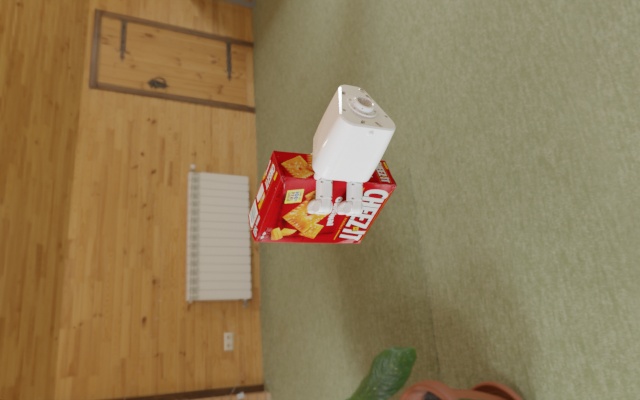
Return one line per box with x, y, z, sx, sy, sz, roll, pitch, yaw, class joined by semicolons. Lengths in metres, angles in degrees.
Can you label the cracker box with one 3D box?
0.000;0.003;0.828;0.214;0.072;0.164;4;-44;-25;cracker box
